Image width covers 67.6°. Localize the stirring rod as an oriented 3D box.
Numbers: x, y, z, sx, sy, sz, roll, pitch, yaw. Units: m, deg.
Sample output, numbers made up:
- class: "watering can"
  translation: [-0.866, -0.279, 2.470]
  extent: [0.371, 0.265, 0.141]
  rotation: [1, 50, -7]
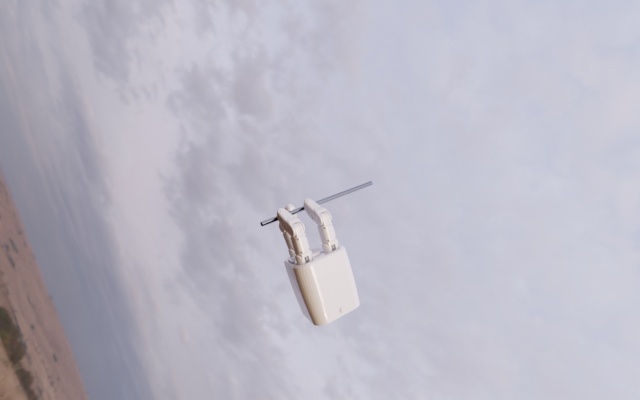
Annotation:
- class: "stirring rod"
  translation: [0.000, 0.003, 0.837]
  extent: [0.239, 0.011, 0.011]
  rotation: [-21, 11, -32]
